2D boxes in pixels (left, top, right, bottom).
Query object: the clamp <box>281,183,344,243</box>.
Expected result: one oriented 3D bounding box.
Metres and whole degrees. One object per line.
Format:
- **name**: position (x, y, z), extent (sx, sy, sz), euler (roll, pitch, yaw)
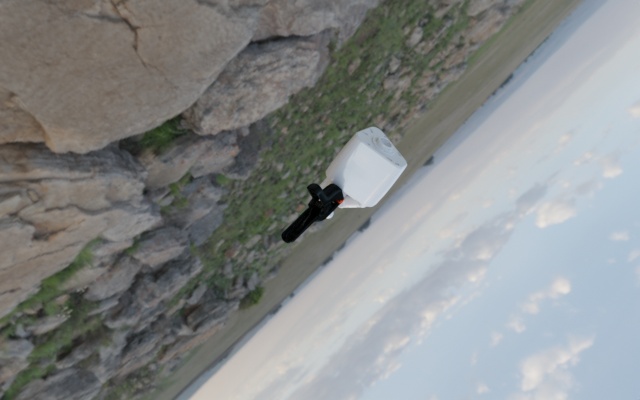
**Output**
- **clamp**: position (0.001, 0.003, 0.858), extent (0.039, 0.120, 0.171), euler (40, 34, 10)
